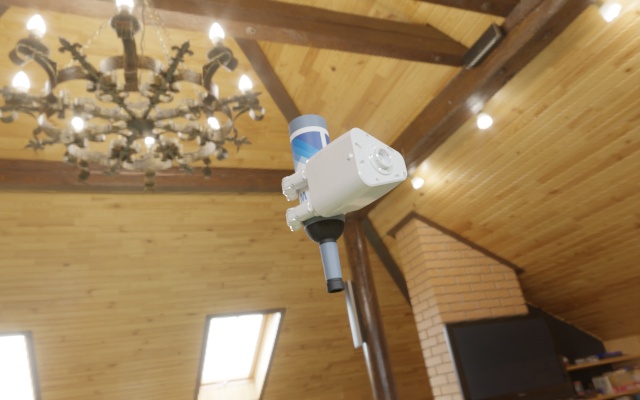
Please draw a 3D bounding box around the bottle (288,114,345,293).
[{"bbox_3d":[0.000,0.002,0.774,0.069,0.295,0.069,-8,-23,-4],"label":"bottle"}]
